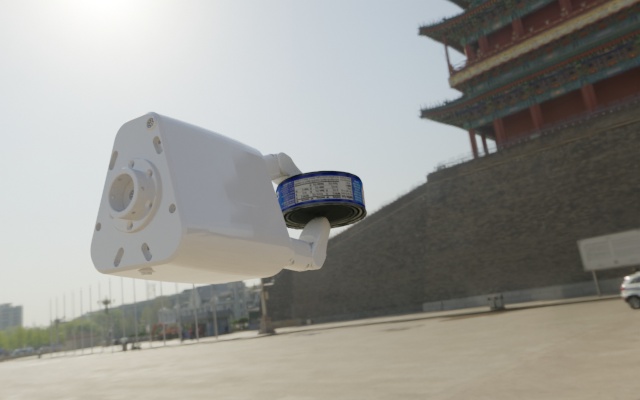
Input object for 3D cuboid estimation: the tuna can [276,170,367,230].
[{"bbox_3d":[0.000,0.001,0.456,0.086,0.033,0.086,-5,-18,-2],"label":"tuna can"}]
